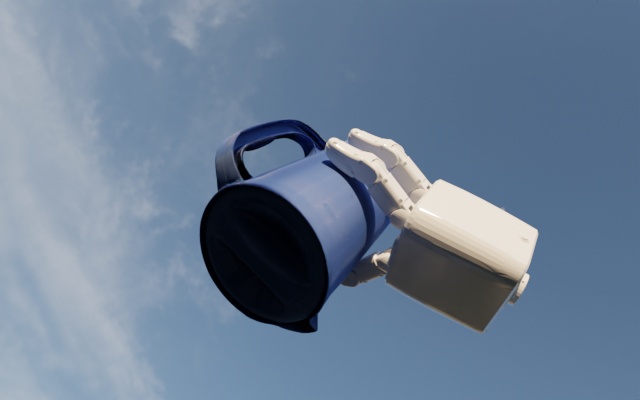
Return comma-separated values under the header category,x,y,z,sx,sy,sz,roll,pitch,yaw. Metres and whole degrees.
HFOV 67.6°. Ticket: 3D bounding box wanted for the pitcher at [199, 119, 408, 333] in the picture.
category,x,y,z,sx,sy,sz,roll,pitch,yaw
pitcher,0.000,0.002,0.490,0.145,0.149,0.242,27,31,19
